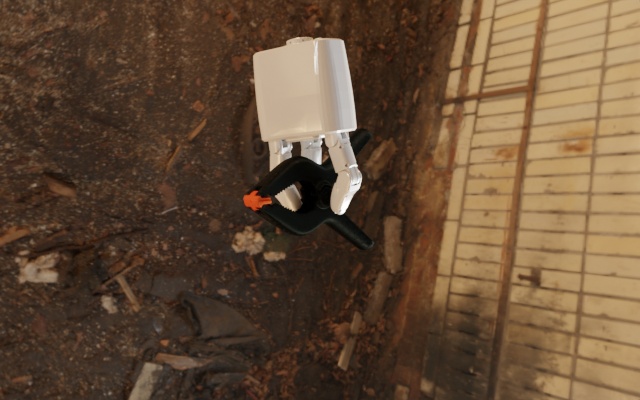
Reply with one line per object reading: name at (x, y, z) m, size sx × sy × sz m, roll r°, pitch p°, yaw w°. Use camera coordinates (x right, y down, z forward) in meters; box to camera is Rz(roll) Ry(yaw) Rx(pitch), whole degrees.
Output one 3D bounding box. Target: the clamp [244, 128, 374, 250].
clamp at (0.000, 0.002, 0.591) m, size 0.036 × 0.164 × 0.210 m, roll 2°, pitch 13°, yaw 45°
